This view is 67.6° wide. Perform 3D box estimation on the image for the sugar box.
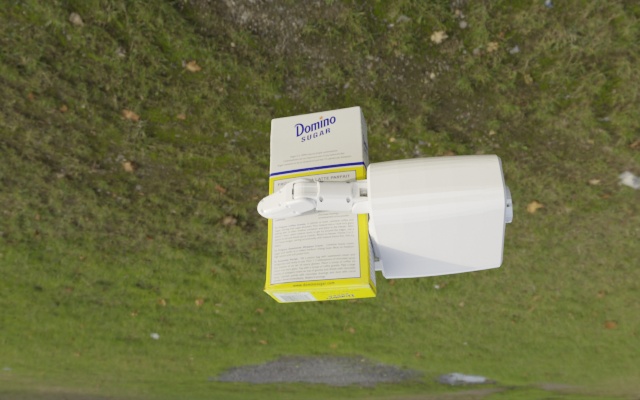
[{"bbox_3d":[0.000,0.002,0.445,0.093,0.176,0.048,-6,-27,13],"label":"sugar box"}]
